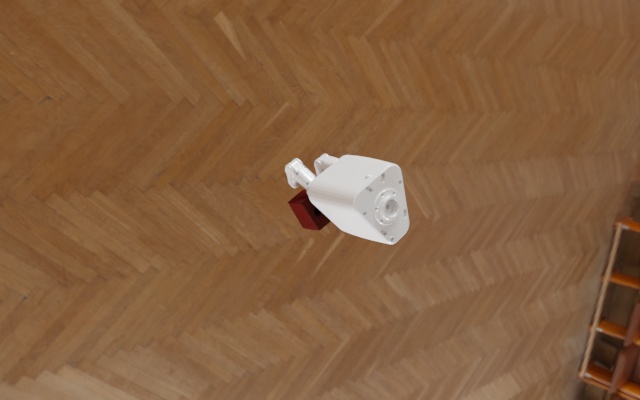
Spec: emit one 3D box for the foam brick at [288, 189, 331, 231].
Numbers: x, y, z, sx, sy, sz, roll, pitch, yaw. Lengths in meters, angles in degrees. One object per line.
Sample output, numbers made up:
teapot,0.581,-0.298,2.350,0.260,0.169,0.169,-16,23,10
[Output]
foam brick,0.000,0.003,0.742,0.078,0.053,0.051,-40,21,-21
